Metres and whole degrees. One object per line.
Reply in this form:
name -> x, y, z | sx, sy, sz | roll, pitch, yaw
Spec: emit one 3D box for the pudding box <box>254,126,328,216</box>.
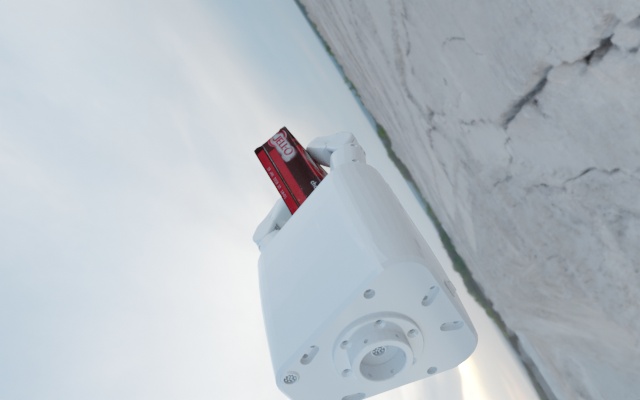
pudding box -> 0.000, 0.001, 0.404 | 0.039, 0.090, 0.113 | -35, -33, 5
